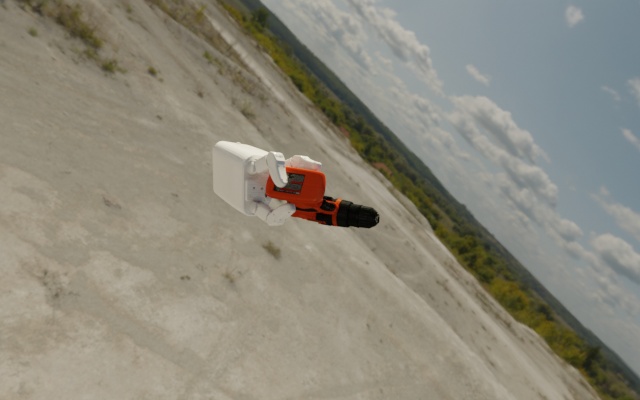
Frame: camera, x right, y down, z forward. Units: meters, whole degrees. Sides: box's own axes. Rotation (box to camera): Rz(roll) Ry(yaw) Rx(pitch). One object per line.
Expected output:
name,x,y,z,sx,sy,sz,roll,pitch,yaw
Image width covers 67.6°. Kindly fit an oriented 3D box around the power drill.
power drill,0.000,0.003,0.842,0.184,0.057,0.188,7,-16,22
